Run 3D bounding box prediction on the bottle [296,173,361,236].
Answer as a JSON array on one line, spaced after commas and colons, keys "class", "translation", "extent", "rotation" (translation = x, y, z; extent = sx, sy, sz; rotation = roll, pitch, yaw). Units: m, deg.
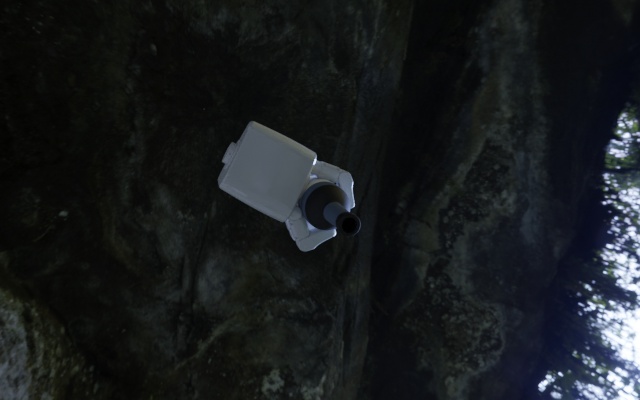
[{"class": "bottle", "translation": [0.000, 0.002, 0.700], "extent": [0.069, 0.069, 0.295], "rotation": [0, 11, -14]}]
